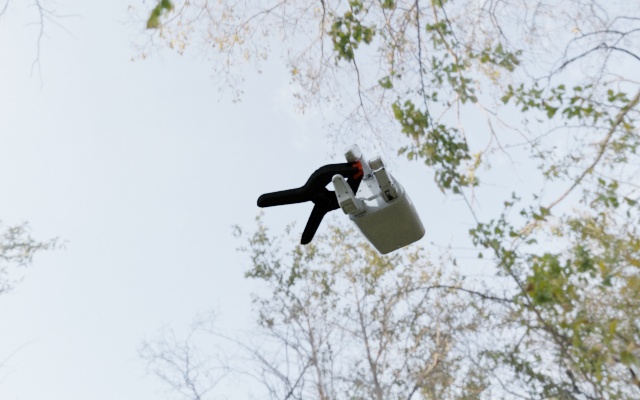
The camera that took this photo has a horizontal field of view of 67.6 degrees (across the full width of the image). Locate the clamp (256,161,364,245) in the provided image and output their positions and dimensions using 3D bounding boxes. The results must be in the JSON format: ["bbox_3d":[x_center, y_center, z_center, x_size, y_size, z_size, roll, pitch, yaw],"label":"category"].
[{"bbox_3d":[0.000,0.002,0.749,0.171,0.039,0.120,-26,-50,15],"label":"clamp"}]
